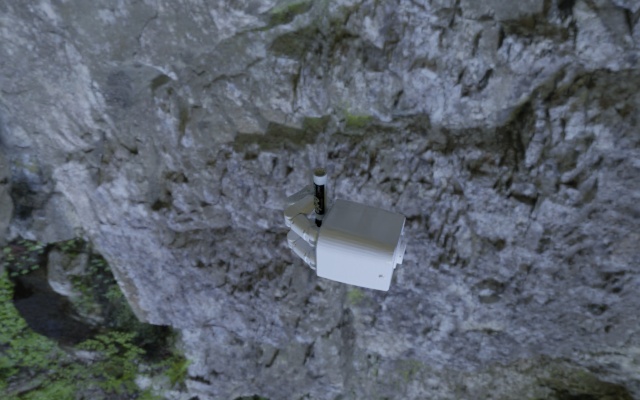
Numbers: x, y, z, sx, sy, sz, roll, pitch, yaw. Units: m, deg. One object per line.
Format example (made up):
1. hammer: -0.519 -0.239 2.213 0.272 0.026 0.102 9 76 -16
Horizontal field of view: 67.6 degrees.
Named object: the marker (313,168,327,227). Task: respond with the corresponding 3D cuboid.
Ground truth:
1. marker: 0.000 0.002 0.685 0.020 0.020 0.121 0 -42 1
